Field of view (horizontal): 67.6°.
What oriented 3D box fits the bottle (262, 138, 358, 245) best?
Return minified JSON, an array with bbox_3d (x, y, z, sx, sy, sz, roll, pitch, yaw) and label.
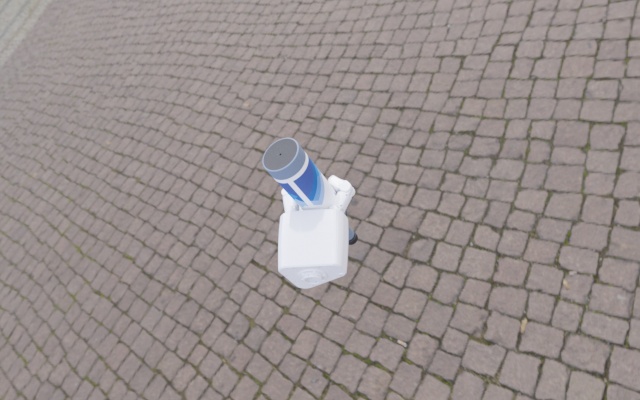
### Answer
[{"bbox_3d":[0.000,0.003,0.863,0.069,0.069,0.296,0,-31,30],"label":"bottle"}]
